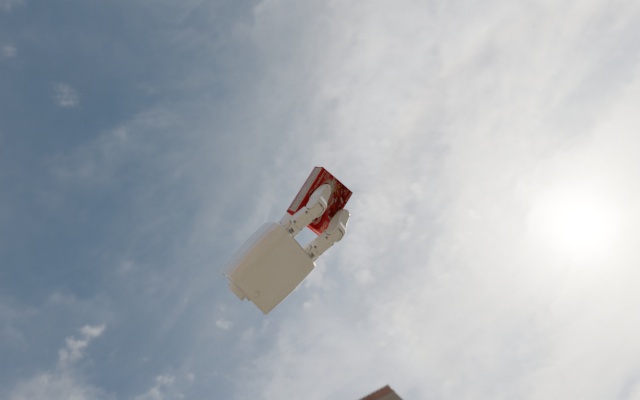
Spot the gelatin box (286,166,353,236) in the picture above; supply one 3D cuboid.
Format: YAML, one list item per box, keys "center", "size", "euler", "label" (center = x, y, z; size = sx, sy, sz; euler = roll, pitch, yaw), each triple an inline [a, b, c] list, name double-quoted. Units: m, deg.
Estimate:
- center: [0.000, 0.002, 0.756]
  size: [0.073, 0.089, 0.030]
  euler: [39, -14, -30]
  label: "gelatin box"
